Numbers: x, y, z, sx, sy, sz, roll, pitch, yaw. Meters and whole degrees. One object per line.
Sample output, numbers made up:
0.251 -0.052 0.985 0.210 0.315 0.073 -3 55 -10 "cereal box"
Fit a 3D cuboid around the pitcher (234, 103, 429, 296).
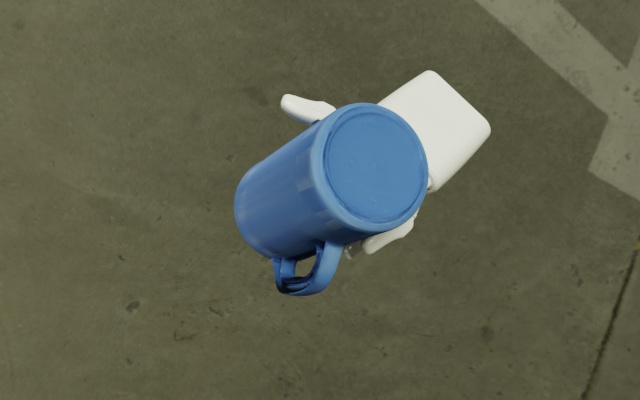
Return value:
0.000 0.001 0.485 0.145 0.149 0.243 -38 6 -23 "pitcher"
